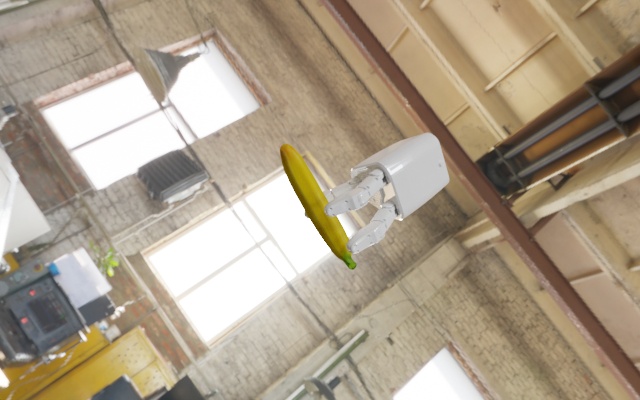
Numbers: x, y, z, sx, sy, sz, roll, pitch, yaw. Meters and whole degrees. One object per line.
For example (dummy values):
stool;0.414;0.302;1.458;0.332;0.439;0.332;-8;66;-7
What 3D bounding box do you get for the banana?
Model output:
banana;-0.003;0.008;0.687;0.037;0.198;0.069;-32;1;-15
